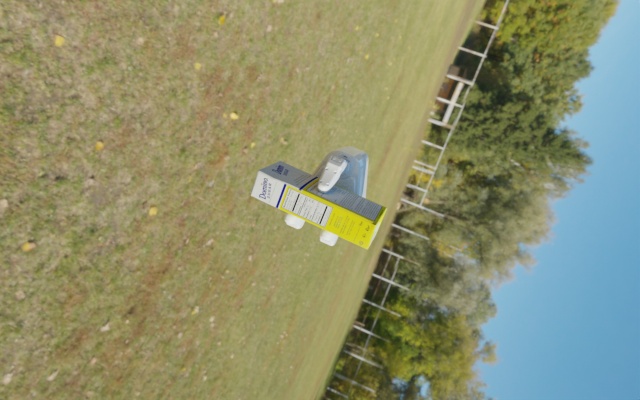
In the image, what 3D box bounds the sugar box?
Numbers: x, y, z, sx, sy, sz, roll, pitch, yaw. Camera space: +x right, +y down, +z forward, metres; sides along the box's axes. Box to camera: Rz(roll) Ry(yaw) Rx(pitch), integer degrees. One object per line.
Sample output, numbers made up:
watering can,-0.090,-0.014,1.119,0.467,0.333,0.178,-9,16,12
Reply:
sugar box,0.000,0.003,0.670,0.176,0.048,0.093,22,18,10
